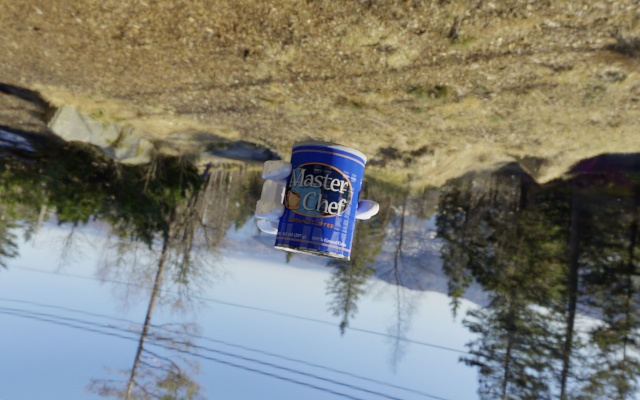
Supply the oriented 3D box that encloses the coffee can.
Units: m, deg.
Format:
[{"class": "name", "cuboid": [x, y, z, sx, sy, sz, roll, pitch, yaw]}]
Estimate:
[{"class": "coffee can", "cuboid": [0.000, 0.002, 0.640, 0.103, 0.140, 0.103, 10, -9, 2]}]
